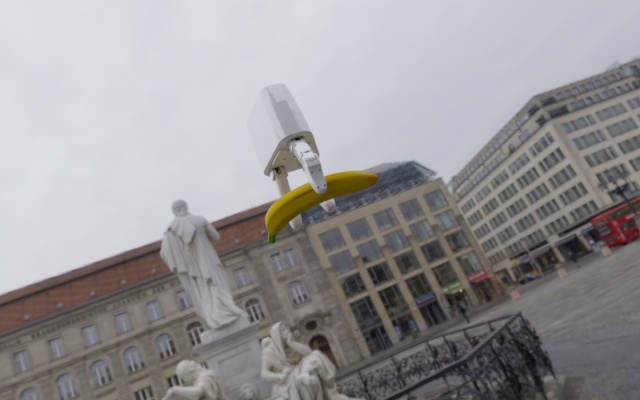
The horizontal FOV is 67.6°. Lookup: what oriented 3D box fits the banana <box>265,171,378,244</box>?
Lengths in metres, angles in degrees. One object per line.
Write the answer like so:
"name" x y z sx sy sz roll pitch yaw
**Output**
"banana" -0.009 -0.003 0.720 0.198 0.037 0.070 -28 -28 6
